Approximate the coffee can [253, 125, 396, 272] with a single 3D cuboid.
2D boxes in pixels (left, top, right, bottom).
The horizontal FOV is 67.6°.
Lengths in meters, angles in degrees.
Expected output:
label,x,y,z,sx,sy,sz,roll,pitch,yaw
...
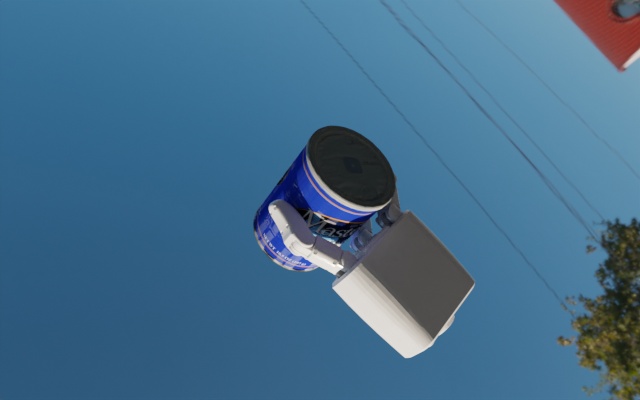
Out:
label,x,y,z,sx,sy,sz,roll,pitch,yaw
coffee can,0.000,0.002,0.526,0.103,0.102,0.140,0,-33,-35
